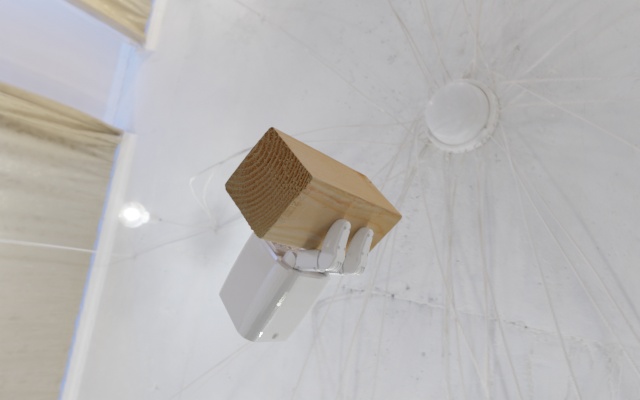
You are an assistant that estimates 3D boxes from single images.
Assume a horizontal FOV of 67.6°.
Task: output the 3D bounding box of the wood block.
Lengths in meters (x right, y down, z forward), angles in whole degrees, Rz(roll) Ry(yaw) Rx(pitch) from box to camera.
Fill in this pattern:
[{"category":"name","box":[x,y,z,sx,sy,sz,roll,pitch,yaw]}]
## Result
[{"category":"wood block","box":[0.000,0.002,0.578,0.206,0.090,0.090,21,25,-54]}]
